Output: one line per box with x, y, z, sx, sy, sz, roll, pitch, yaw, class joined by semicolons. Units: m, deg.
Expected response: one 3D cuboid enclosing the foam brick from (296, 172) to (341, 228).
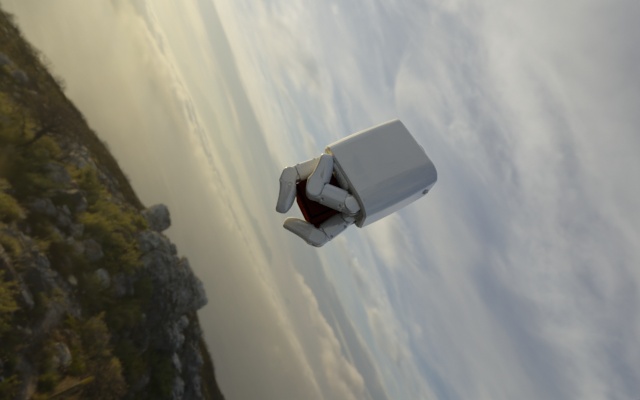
0.000;0.002;0.637;0.051;0.053;0.078;-24;-14;-8;foam brick
